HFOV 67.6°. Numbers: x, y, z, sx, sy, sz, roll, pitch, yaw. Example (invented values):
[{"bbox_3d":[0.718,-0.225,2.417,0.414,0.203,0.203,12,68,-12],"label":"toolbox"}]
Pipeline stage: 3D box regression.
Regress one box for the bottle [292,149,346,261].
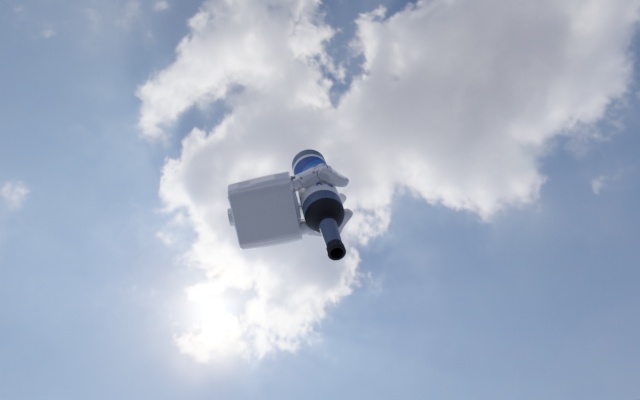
[{"bbox_3d":[0.000,0.002,0.801,0.069,0.069,0.295,0,29,-10],"label":"bottle"}]
